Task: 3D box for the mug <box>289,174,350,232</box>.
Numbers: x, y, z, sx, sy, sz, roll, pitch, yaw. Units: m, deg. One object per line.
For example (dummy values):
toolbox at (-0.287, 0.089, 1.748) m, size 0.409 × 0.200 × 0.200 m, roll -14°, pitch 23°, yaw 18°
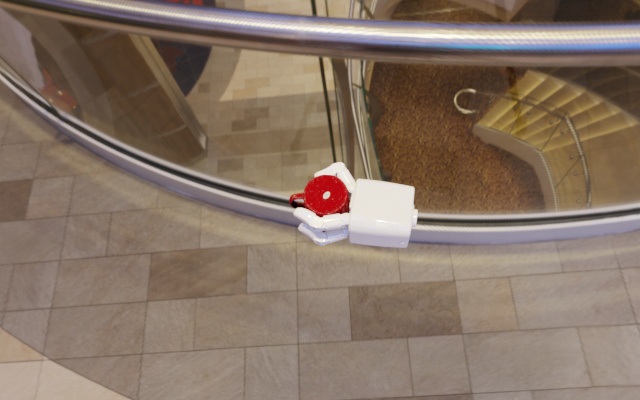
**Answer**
mug at (-0.001, 0.003, 0.882) m, size 0.117 × 0.093 × 0.081 m, roll 6°, pitch -23°, yaw 7°
